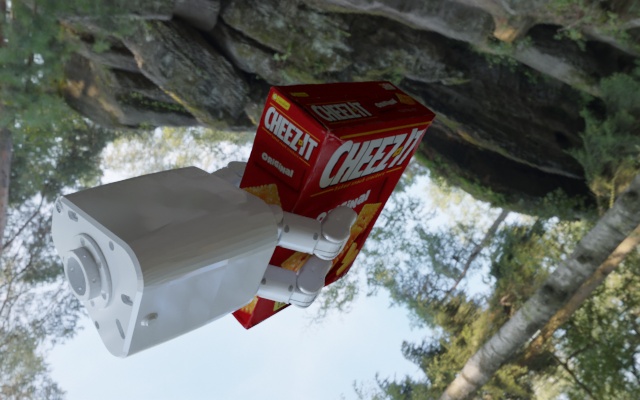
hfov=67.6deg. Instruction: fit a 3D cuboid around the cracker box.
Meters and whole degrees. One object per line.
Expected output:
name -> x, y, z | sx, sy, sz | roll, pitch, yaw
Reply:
cracker box -> 0.000, 0.001, 0.446 | 0.072, 0.214, 0.164 | 41, 35, 24
